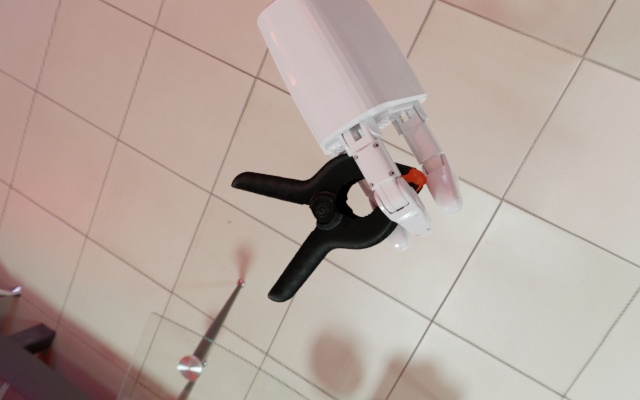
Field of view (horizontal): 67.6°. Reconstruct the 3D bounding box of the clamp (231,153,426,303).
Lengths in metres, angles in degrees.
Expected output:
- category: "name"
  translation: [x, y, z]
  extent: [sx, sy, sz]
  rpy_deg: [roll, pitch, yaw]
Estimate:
- category: "clamp"
  translation: [0.000, 0.001, 0.401]
  extent: [0.171, 0.120, 0.039]
  rpy_deg: [-31, -4, 20]
